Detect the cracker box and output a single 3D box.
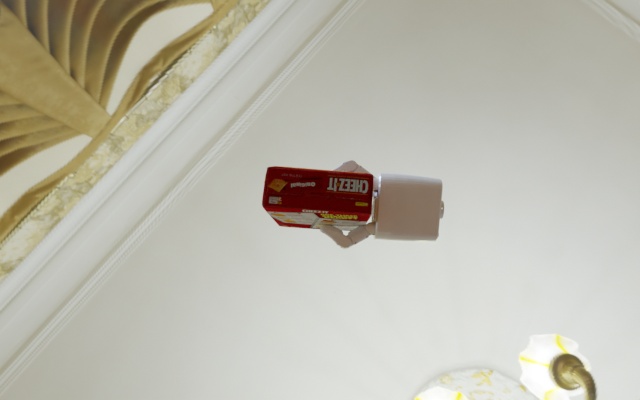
[{"bbox_3d":[0.000,0.003,0.807,0.164,0.072,0.214,4,-11,2],"label":"cracker box"}]
